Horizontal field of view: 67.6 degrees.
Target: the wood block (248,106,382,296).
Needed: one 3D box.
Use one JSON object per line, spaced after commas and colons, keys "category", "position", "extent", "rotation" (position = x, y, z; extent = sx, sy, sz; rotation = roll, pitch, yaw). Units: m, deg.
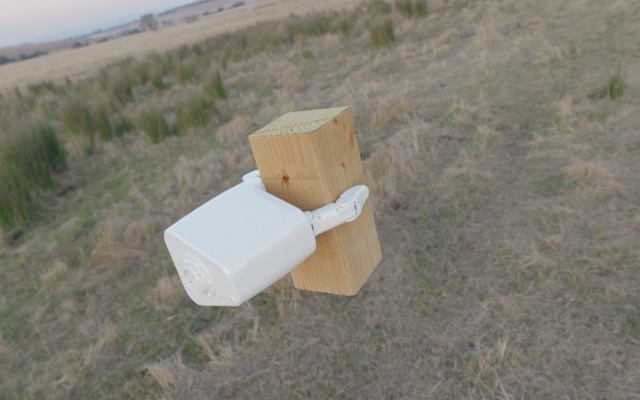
{"category": "wood block", "position": [0.000, 0.002, 0.580], "extent": [0.091, 0.206, 0.090], "rotation": [1, 28, 33]}
